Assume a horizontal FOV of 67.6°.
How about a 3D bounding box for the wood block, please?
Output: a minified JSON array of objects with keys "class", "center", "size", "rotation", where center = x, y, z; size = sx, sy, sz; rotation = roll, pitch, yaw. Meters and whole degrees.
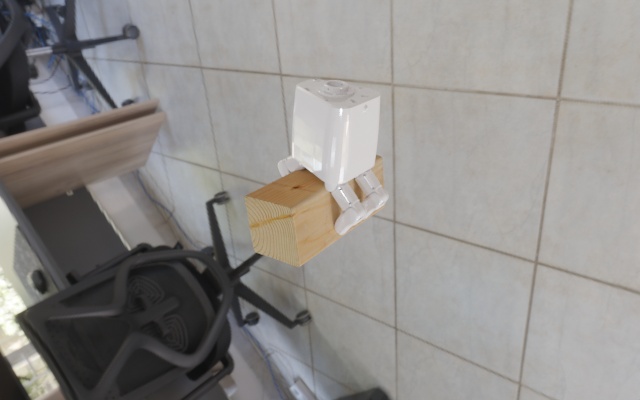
[{"class":"wood block","center":[0.000,0.002,0.701],"size":[0.091,0.090,0.206],"rotation":[14,31,38]}]
